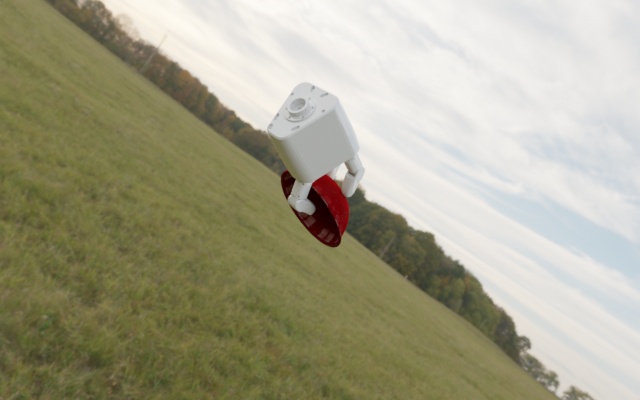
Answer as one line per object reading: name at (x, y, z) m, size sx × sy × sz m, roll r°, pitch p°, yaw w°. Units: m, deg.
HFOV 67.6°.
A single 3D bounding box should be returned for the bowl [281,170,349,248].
bowl at (0.000, 0.003, 0.846) m, size 0.055 × 0.162 × 0.162 m, roll -36°, pitch 15°, yaw -22°
